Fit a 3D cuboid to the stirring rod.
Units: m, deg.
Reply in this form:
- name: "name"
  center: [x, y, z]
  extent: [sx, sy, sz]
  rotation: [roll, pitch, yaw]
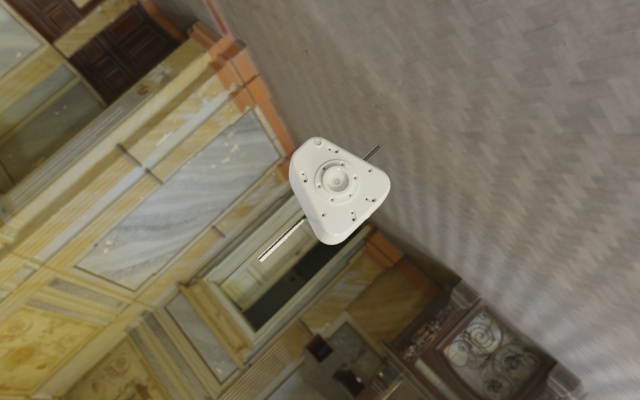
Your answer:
- name: "stirring rod"
  center: [0.000, 0.002, 0.693]
  extent: [0.239, 0.011, 0.011]
  rotation: [-43, 7, -7]
